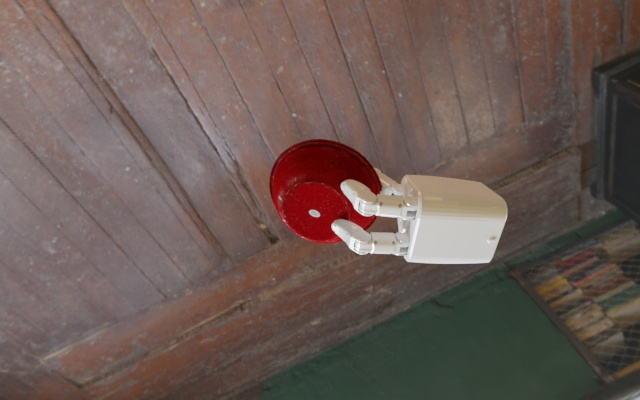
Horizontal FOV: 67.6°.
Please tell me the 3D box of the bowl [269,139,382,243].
[{"bbox_3d":[-0.001,0.002,0.640,0.162,0.162,0.055,0,31,16],"label":"bowl"}]
